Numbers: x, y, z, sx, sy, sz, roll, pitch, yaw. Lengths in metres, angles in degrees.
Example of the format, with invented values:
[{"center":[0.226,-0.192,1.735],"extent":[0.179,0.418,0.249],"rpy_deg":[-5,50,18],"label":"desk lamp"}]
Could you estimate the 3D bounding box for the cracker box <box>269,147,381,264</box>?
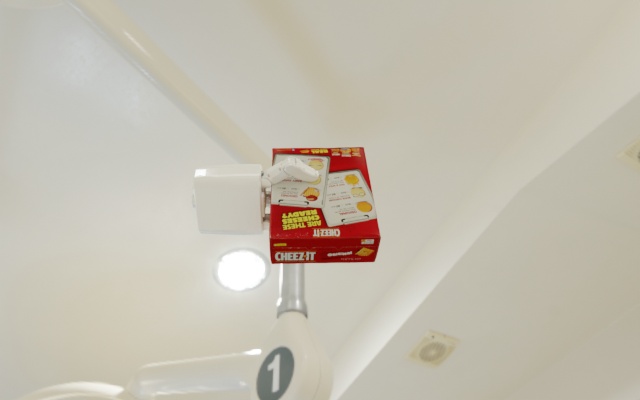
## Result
[{"center":[0.000,0.002,0.781],"extent":[0.164,0.072,0.213],"rpy_deg":[-1,44,-3],"label":"cracker box"}]
